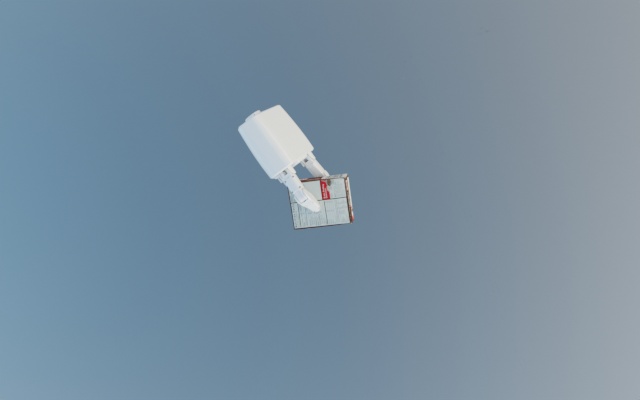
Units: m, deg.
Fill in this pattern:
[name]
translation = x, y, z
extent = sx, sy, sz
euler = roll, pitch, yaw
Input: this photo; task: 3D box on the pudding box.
[pudding box]
translation = 0.000, 0.003, 0.881
extent = 0.113, 0.090, 0.039
euler = -6, 10, 13
